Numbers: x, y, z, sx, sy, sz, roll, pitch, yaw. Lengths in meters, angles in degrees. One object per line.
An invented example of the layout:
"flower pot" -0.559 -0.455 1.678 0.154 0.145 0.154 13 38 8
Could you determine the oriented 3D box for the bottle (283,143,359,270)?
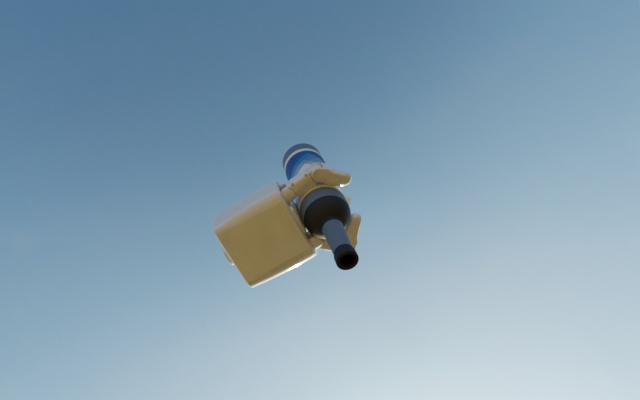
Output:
"bottle" 0.000 0.002 0.676 0.069 0.069 0.295 0 27 -14
